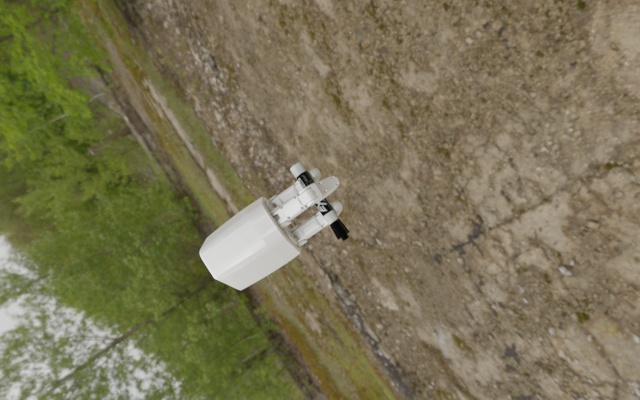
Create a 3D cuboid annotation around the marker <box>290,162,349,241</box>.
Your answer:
[{"bbox_3d":[0.000,0.002,0.639,0.020,0.121,0.020,-34,-8,-5],"label":"marker"}]
